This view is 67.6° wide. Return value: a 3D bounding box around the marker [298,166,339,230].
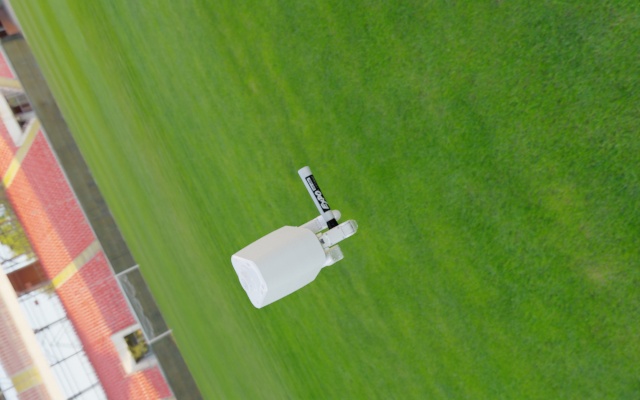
[{"bbox_3d":[0.000,0.002,0.758,0.020,0.121,0.020,-28,-4,-2],"label":"marker"}]
